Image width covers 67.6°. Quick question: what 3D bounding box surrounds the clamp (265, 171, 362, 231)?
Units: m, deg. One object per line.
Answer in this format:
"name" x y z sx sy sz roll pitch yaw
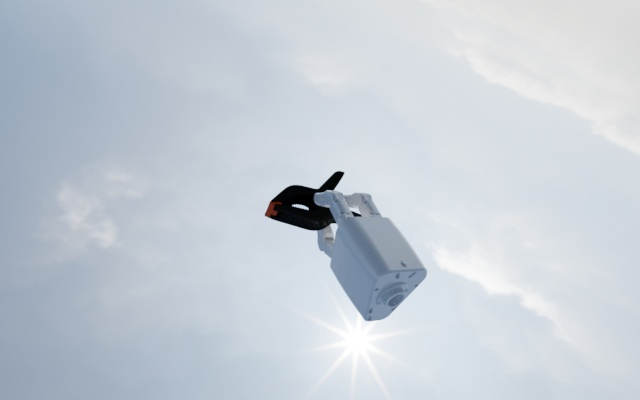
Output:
"clamp" -0.001 0.003 0.783 0.210 0.036 0.164 2 39 -33
